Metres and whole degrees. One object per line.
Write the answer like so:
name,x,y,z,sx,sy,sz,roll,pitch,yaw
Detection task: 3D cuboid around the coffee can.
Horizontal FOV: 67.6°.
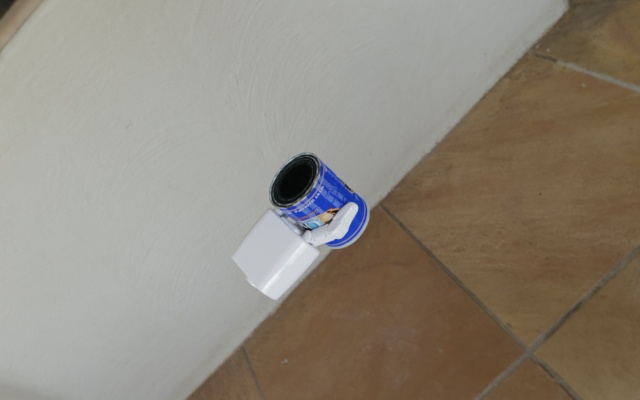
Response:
coffee can,0.000,0.003,0.780,0.103,0.102,0.140,0,-30,44
